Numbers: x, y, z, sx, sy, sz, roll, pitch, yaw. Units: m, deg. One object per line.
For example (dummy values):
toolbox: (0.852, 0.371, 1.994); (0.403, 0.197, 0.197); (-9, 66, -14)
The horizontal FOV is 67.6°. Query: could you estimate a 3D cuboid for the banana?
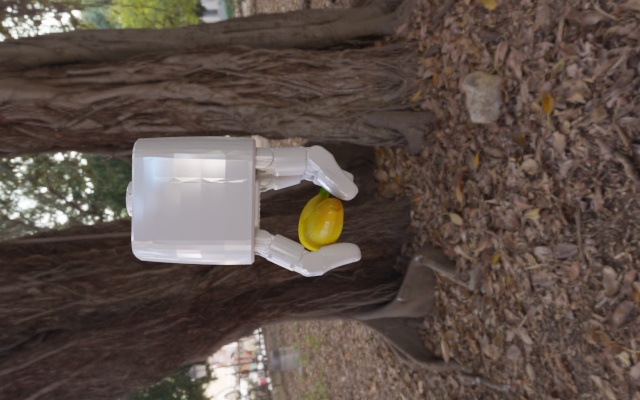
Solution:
banana: (-0.003, 0.020, 0.502); (0.037, 0.069, 0.198); (7, 8, -4)
